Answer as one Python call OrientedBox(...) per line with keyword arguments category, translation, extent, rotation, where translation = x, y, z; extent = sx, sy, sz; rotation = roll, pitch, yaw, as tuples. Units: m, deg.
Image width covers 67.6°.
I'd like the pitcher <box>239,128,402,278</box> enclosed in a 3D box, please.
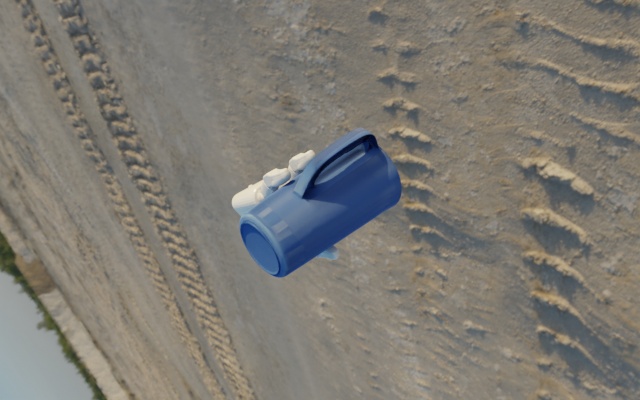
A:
OrientedBox(category="pitcher", translation=(0.000, 0.002, 0.728), extent=(0.242, 0.149, 0.145), rotation=(-34, 11, -30))
